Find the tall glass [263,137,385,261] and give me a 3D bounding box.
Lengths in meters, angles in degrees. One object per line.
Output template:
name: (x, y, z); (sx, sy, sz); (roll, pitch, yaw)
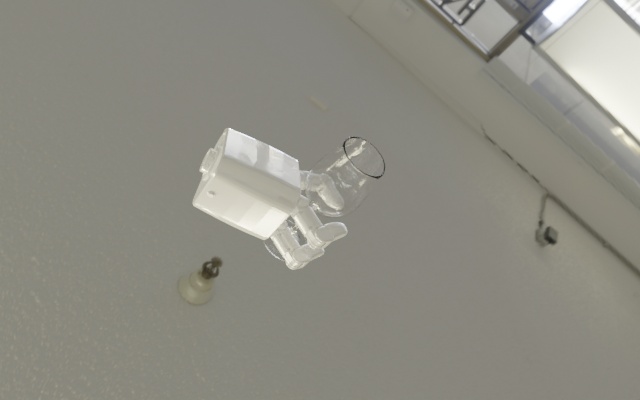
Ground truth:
tall glass: (0.000, 0.002, 0.632); (0.079, 0.079, 0.201); (0, -33, -40)
